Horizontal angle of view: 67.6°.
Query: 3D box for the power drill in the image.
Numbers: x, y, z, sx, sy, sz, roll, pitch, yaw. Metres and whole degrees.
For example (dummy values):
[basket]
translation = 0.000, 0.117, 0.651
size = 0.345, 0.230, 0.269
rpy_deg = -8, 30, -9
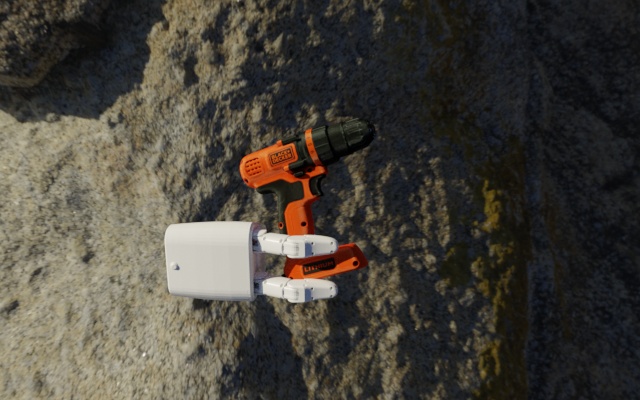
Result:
[power drill]
translation = 0.000, 0.002, 0.606
size = 0.184, 0.187, 0.057
rpy_deg = -18, -10, 18
